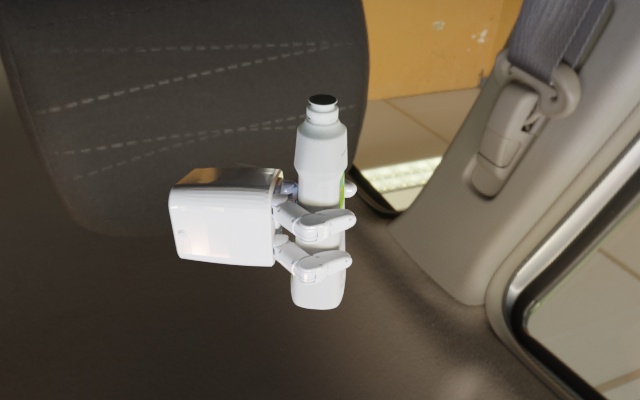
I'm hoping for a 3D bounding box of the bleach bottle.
[{"bbox_3d":[0.000,0.002,0.537,0.068,0.251,0.102,3,34,2],"label":"bleach bottle"}]
